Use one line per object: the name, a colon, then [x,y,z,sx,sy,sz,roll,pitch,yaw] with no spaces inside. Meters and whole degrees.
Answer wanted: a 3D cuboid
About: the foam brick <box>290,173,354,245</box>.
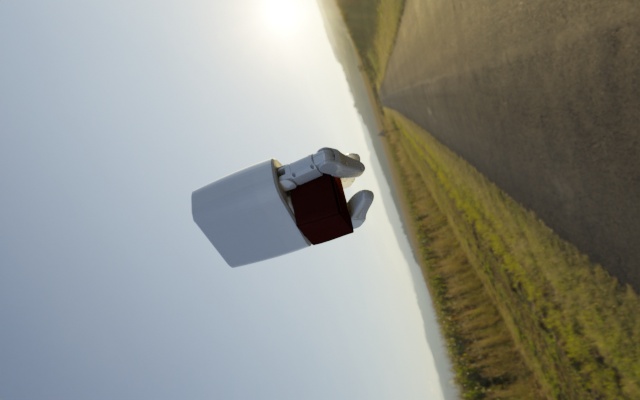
foam brick: [0.000,0.002,0.537,0.051,0.078,0.053,-19,-35,10]
